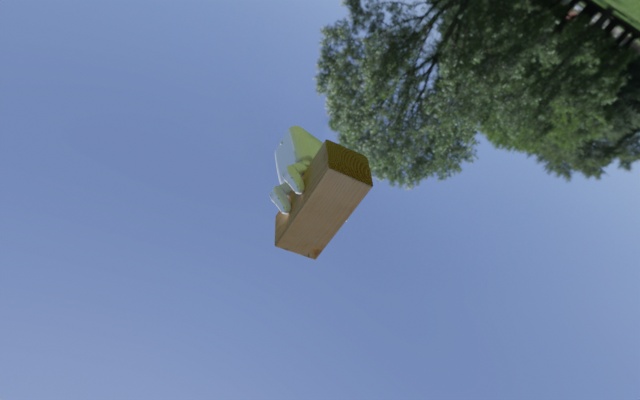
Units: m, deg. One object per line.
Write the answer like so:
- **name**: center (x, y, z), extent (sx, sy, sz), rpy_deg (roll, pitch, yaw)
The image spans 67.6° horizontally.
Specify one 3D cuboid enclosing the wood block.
- **wood block**: center (0.000, 0.003, 0.885), extent (0.091, 0.206, 0.090), rpy_deg (21, 36, -21)
